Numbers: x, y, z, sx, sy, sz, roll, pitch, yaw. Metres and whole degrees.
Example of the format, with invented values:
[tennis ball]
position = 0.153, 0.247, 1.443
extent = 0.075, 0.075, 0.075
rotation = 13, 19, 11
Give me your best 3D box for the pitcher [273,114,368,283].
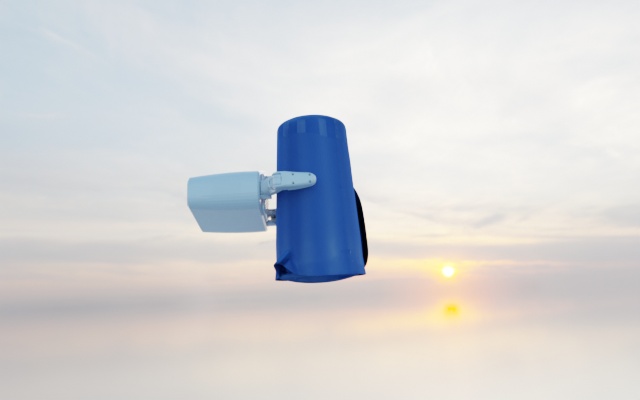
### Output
[pitcher]
position = 0.000, 0.002, 0.726
extent = 0.145, 0.242, 0.149
rotation = -3, -11, 0
